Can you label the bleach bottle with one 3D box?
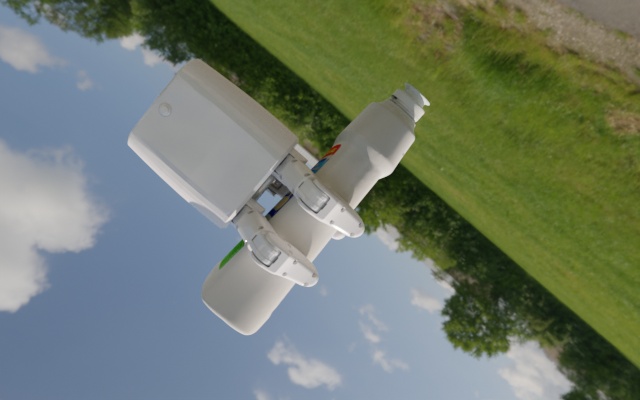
[{"bbox_3d":[0.000,0.001,0.429,0.068,0.251,0.102,41,8,-5],"label":"bleach bottle"}]
